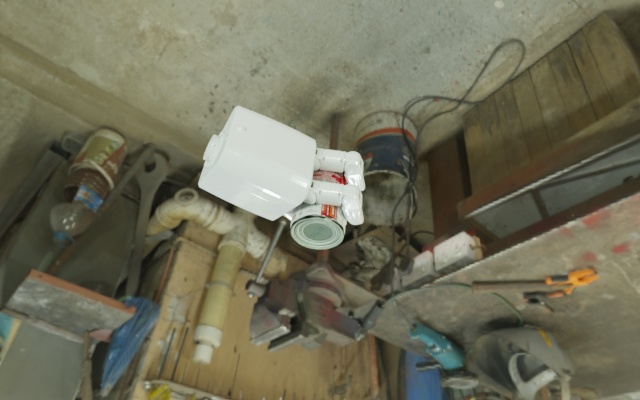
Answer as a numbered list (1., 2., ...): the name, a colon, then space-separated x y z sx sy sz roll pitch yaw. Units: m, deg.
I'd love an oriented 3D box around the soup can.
1. soup can: 0.000 0.002 0.606 0.068 0.102 0.069 4 -40 3
